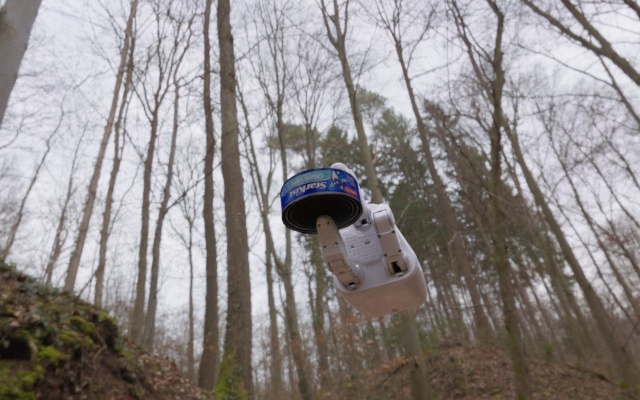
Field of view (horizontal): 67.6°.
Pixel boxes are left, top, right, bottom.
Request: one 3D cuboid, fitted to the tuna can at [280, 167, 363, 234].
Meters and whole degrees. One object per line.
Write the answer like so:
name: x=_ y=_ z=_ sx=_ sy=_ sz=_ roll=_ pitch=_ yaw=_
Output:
tuna can: x=0.000 y=0.001 z=0.504 sx=0.086 sy=0.033 sz=0.086 roll=-6 pitch=-30 yaw=-3
